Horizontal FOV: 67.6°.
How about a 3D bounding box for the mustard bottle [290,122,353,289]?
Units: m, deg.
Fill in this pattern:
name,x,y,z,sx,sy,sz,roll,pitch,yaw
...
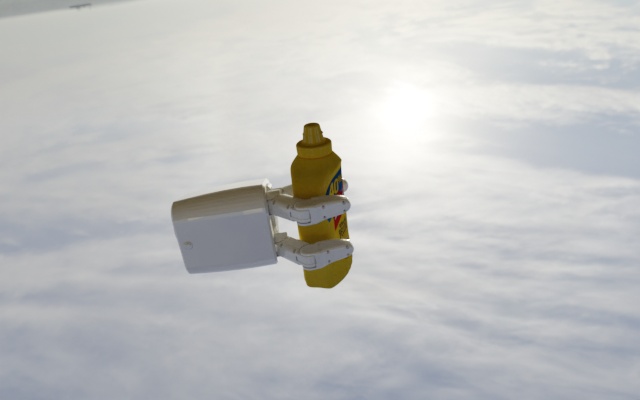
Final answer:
name,x,y,z,sx,sy,sz,roll,pitch,yaw
mustard bottle,0.000,0.002,0.568,0.058,0.192,0.096,2,27,19
